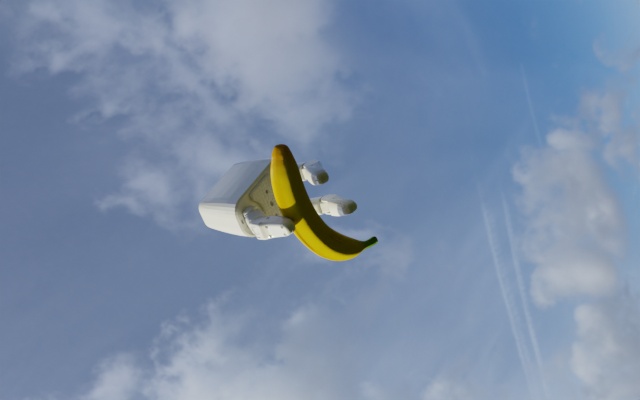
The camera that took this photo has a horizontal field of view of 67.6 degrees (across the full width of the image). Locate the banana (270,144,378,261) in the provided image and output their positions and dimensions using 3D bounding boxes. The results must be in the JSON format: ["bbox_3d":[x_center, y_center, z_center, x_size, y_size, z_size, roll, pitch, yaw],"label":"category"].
[{"bbox_3d":[-0.007,0.019,0.579,0.037,0.069,0.198,8,-30,51],"label":"banana"}]
